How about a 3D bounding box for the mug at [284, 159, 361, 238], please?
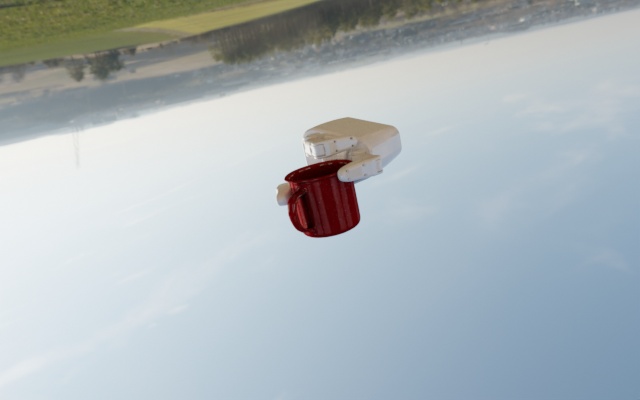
[{"bbox_3d":[-0.001,0.003,0.620,0.093,0.081,0.117,-1,20,36],"label":"mug"}]
